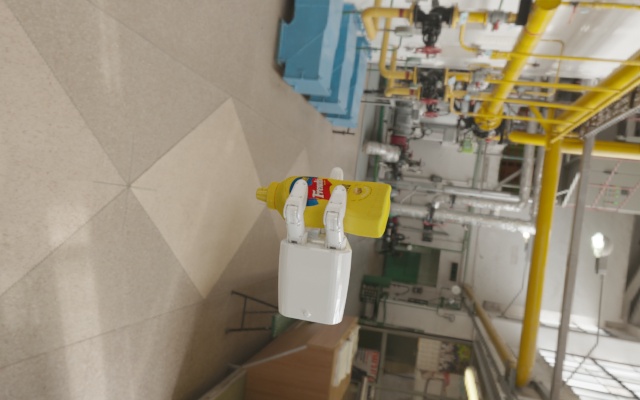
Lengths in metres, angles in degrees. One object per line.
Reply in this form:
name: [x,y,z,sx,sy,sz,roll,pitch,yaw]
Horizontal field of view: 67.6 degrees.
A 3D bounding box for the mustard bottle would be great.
mustard bottle: [0.000,0.002,0.682,0.191,0.058,0.096,7,36,13]
